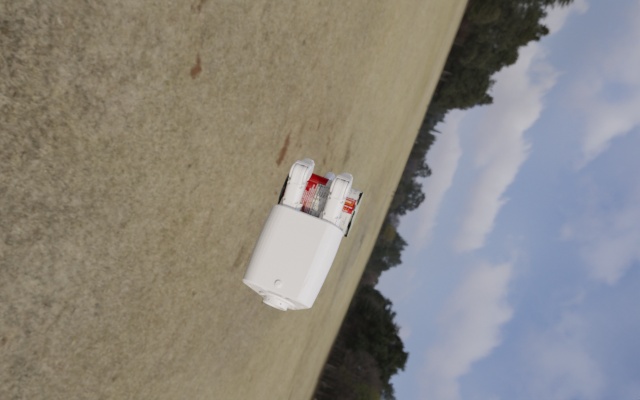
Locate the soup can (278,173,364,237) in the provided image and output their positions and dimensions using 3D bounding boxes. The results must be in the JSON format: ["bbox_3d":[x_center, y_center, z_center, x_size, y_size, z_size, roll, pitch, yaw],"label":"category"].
[{"bbox_3d":[0.001,0.002,0.652,0.102,0.068,0.068,20,2,6],"label":"soup can"}]
